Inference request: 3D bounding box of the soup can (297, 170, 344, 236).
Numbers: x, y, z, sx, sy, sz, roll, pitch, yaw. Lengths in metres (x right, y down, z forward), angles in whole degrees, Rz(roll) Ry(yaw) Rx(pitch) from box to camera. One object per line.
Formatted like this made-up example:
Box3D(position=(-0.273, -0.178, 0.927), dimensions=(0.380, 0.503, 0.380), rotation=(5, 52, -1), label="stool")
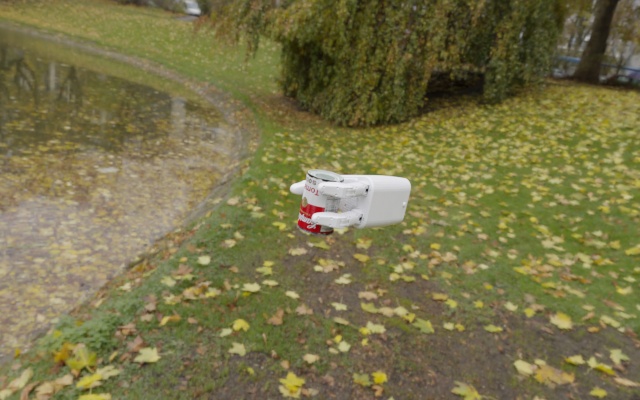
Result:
Box3D(position=(0.000, 0.002, 0.850), dimensions=(0.068, 0.102, 0.068), rotation=(11, 17, -3), label="soup can")
